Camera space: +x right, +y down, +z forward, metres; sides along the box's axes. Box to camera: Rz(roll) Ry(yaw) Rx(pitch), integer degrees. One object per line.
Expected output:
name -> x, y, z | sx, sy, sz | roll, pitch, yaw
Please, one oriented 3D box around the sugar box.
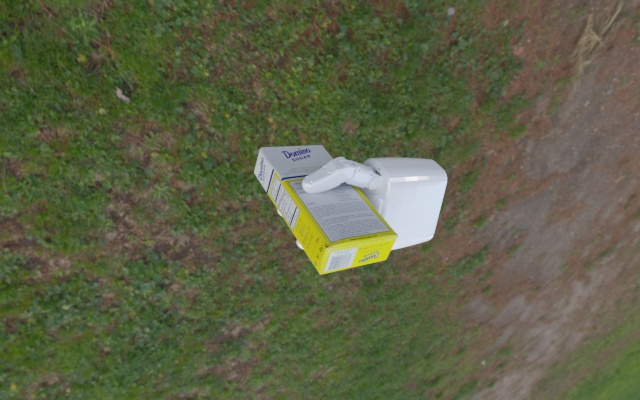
sugar box -> 0.000, 0.002, 0.555 | 0.093, 0.048, 0.176 | -6, 41, -32
